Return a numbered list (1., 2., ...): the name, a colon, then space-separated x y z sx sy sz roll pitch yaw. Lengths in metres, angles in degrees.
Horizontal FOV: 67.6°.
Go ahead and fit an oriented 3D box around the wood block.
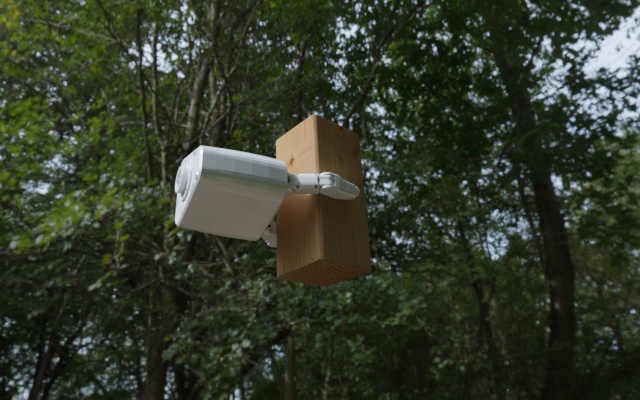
1. wood block: 0.000 0.002 0.650 0.090 0.206 0.091 18 -32 -38
